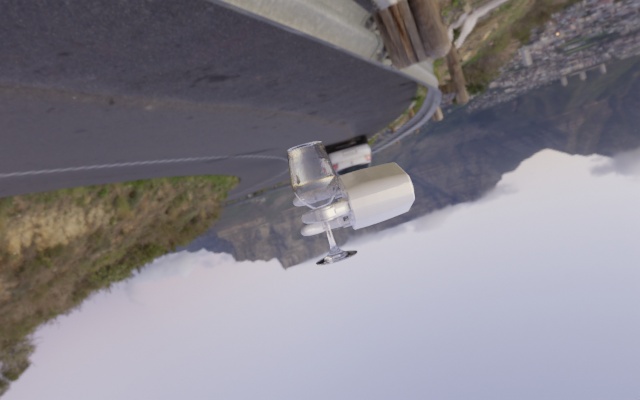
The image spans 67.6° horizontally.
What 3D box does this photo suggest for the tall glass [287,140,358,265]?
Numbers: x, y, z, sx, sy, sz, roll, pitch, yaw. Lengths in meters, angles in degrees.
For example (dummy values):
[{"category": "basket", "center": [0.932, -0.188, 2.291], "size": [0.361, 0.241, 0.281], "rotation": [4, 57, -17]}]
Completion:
[{"category": "tall glass", "center": [0.000, 0.003, 0.809], "size": [0.079, 0.201, 0.079], "rotation": [-17, 3, 1]}]
